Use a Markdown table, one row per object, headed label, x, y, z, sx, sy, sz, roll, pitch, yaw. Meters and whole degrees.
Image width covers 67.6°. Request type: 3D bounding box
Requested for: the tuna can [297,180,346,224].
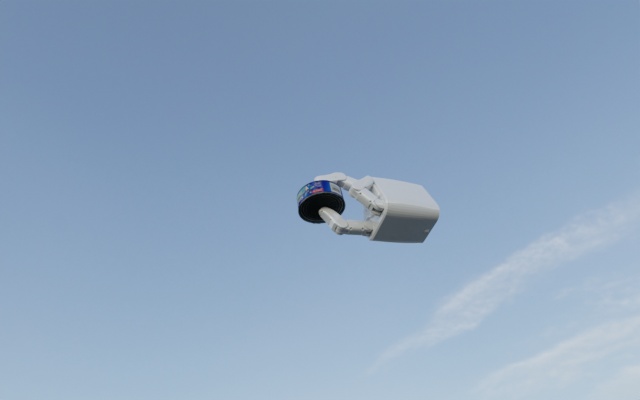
| label | x | y | z | sx | sy | sz | roll | pitch | yaw |
| --- | --- | --- | --- | --- | --- | --- | --- | --- | --- |
| tuna can | 0.000 | 0.002 | 0.860 | 0.086 | 0.033 | 0.086 | -7 | -40 | -6 |
